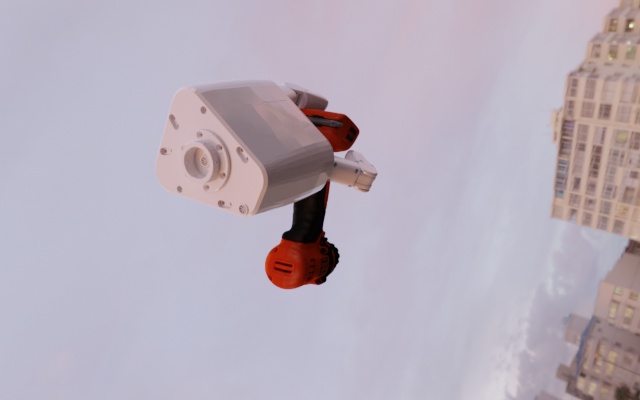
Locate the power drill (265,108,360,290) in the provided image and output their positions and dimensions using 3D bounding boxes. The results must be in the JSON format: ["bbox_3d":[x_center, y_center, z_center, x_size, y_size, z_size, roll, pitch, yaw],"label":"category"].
[{"bbox_3d":[0.000,0.001,0.537,0.057,0.187,0.184,9,0,13],"label":"power drill"}]
